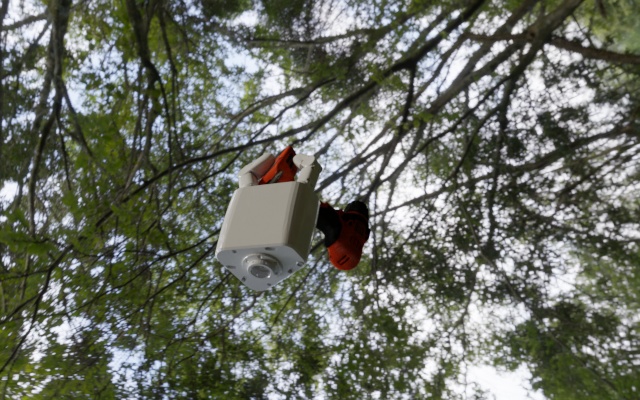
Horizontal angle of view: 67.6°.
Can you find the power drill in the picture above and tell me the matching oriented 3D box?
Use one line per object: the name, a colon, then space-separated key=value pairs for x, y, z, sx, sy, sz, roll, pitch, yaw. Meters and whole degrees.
power drill: x=0.000 y=0.002 z=0.737 sx=0.187 sy=0.057 sz=0.184 roll=41 pitch=23 yaw=-8
